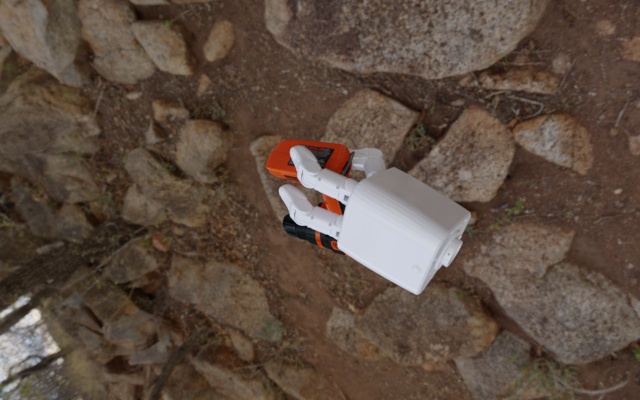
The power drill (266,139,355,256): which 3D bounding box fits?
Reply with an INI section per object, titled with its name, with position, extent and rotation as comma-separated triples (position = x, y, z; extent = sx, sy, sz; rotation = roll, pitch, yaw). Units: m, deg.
[power drill]
position = 0.000, 0.002, 0.641
extent = 0.184, 0.057, 0.188
rotation = 8, -34, 31
